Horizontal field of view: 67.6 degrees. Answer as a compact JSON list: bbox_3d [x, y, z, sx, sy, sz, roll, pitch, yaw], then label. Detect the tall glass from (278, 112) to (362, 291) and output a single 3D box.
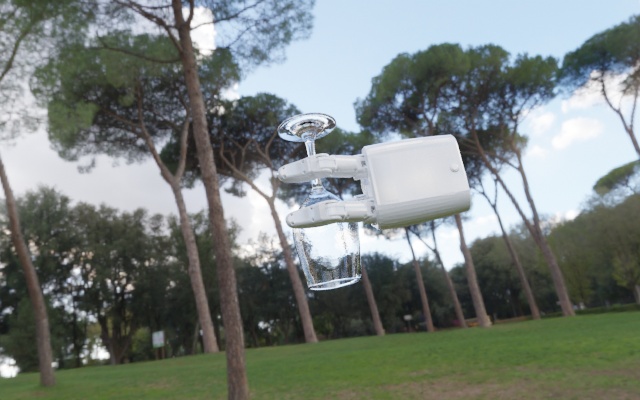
[{"bbox_3d":[0.000,0.001,0.568,0.079,0.201,0.079,-9,-17,-3],"label":"tall glass"}]
